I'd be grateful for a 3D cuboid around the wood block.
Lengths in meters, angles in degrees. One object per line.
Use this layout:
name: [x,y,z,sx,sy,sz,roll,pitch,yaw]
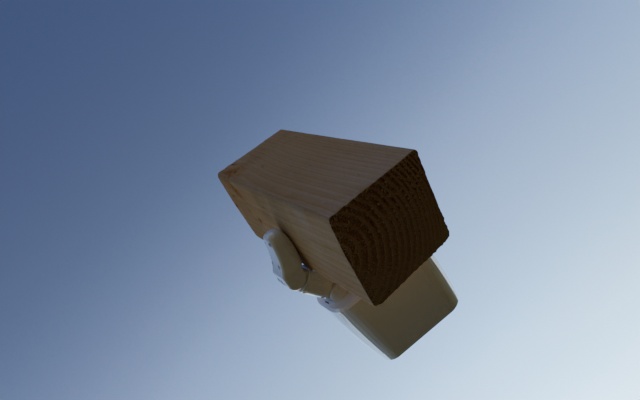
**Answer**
wood block: [0.000,0.002,0.435,0.091,0.090,0.206,-39,29,-20]
